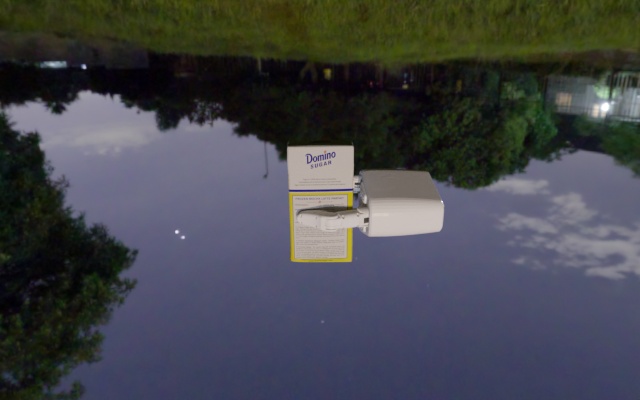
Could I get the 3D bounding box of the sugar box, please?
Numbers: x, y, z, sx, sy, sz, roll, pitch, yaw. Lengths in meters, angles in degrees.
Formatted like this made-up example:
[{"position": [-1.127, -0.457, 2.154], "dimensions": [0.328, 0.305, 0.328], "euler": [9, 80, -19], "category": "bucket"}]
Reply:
[{"position": [0.000, 0.002, 0.691], "dimensions": [0.093, 0.176, 0.048], "euler": [0, 18, -2], "category": "sugar box"}]
